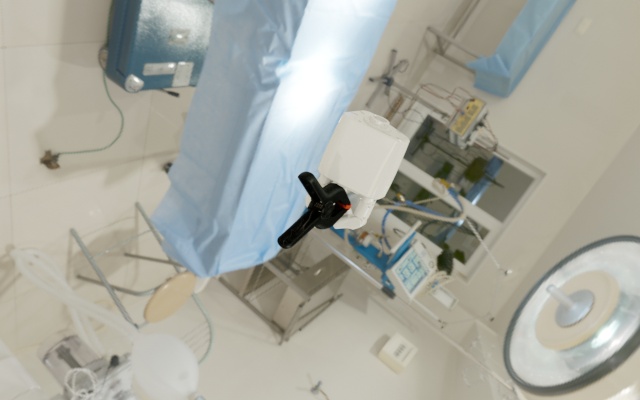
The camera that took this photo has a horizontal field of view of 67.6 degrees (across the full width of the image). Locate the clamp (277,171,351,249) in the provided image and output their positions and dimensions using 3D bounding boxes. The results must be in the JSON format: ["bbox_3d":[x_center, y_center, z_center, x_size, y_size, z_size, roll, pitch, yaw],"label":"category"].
[{"bbox_3d":[0.001,0.003,0.749,0.039,0.120,0.171,31,27,22],"label":"clamp"}]
